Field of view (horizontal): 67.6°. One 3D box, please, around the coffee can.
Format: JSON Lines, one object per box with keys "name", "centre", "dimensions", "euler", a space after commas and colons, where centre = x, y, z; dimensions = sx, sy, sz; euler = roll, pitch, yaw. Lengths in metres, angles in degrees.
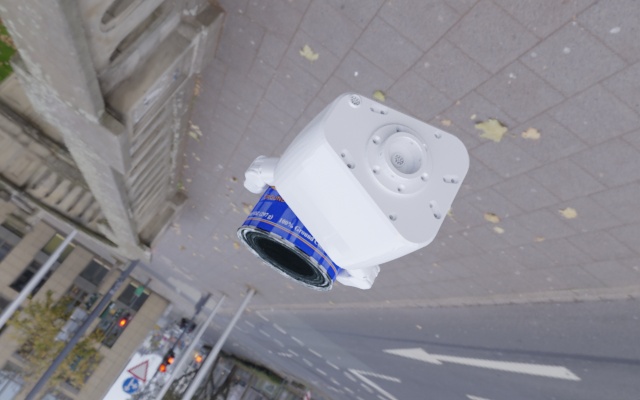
{"name": "coffee can", "centre": [0.000, 0.001, 0.468], "dimensions": [0.103, 0.140, 0.103], "euler": [27, -23, 13]}
